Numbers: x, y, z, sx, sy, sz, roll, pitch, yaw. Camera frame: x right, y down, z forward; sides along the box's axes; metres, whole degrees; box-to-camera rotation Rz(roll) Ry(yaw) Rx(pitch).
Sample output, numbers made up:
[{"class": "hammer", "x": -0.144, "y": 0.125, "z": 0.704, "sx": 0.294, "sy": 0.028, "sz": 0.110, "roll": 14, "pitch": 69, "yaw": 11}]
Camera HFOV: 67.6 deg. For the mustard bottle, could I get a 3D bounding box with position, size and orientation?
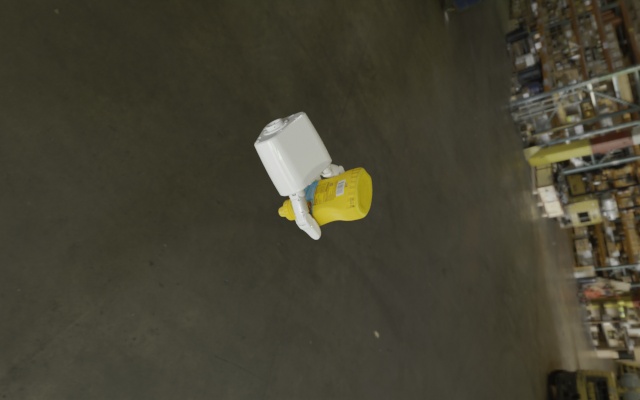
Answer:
[{"class": "mustard bottle", "x": 0.001, "y": 0.003, "z": 0.890, "sx": 0.191, "sy": 0.096, "sz": 0.058, "roll": -14, "pitch": -40, "yaw": 32}]
